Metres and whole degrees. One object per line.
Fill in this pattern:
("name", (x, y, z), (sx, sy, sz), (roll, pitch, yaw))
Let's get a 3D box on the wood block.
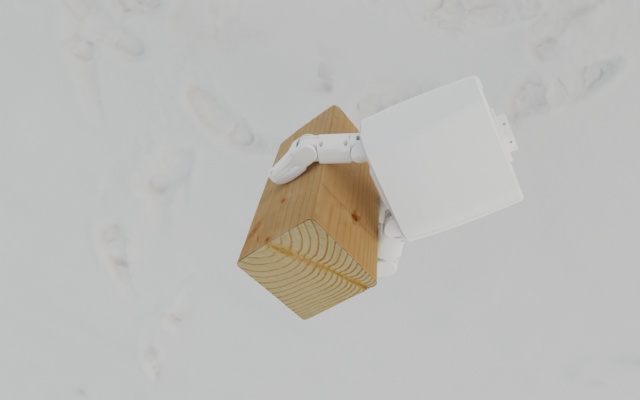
("wood block", (0.000, 0.001, 0.488), (0.090, 0.091, 0.206), (-32, 26, 27))
